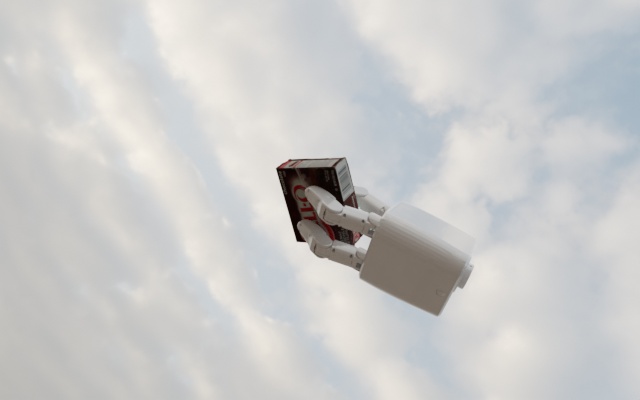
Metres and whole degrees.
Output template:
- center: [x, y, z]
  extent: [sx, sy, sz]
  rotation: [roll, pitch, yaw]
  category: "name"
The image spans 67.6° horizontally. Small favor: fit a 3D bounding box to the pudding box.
- center: [0.000, 0.002, 0.615]
  extent: [0.090, 0.113, 0.039]
  rotation: [1, 25, 32]
  category: "pudding box"
